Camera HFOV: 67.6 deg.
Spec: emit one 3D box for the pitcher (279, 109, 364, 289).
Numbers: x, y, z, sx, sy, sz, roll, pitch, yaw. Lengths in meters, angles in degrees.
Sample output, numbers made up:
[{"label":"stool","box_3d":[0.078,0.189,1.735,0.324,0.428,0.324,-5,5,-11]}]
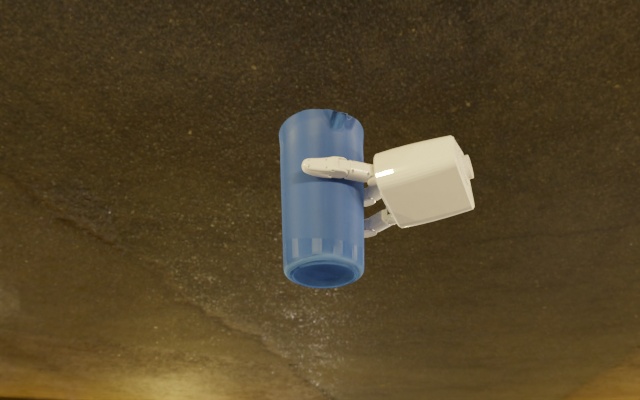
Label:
[{"label":"pitcher","box_3d":[0.000,0.002,0.701,0.145,0.242,0.149,-13,-33,20]}]
